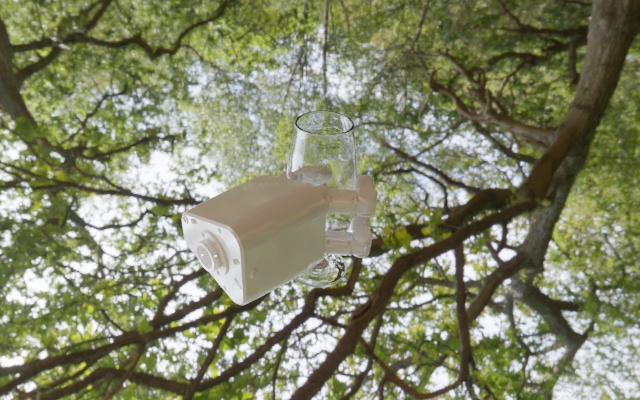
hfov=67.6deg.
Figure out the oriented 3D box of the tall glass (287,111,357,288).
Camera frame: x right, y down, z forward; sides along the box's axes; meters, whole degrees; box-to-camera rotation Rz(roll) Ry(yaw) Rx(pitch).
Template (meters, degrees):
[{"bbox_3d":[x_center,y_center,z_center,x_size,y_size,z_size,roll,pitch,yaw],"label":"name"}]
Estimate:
[{"bbox_3d":[0.000,0.002,0.551,0.079,0.201,0.079,2,33,-1],"label":"tall glass"}]
